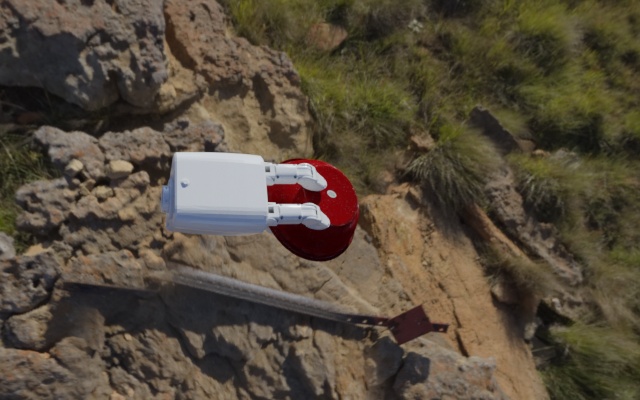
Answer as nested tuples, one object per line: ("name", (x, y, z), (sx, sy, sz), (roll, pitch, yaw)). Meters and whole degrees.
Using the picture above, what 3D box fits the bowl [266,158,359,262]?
("bowl", (0.001, 0.002, 0.679), (0.162, 0.162, 0.055), (0, -22, -36))
